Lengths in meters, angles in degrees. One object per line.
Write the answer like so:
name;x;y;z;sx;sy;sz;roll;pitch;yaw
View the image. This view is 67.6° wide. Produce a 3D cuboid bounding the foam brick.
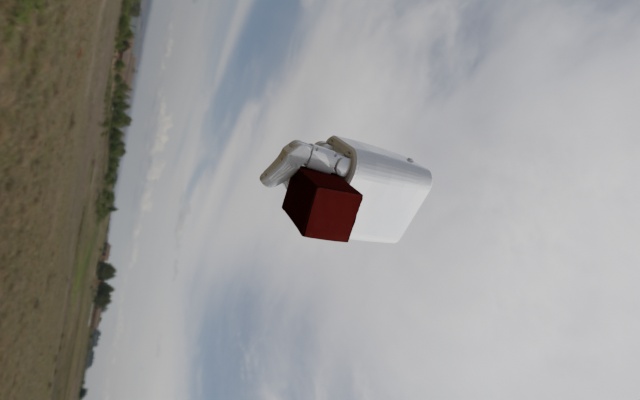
foam brick;0.000;0.002;0.485;0.051;0.053;0.078;11;16;-23
